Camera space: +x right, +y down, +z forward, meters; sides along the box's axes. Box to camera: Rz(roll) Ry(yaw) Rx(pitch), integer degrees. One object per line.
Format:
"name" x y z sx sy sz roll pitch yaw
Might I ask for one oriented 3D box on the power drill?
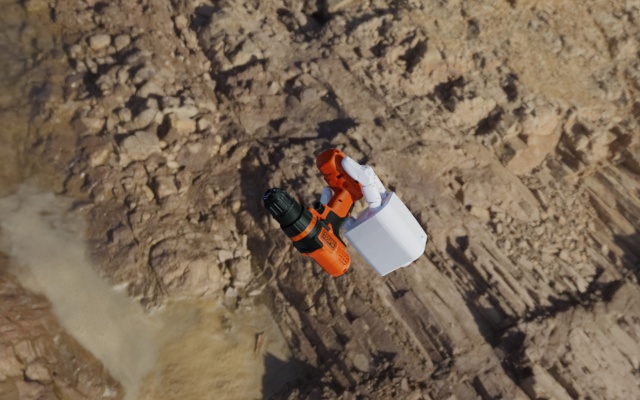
"power drill" 0.000 0.002 0.778 0.057 0.187 0.184 -17 -55 40
